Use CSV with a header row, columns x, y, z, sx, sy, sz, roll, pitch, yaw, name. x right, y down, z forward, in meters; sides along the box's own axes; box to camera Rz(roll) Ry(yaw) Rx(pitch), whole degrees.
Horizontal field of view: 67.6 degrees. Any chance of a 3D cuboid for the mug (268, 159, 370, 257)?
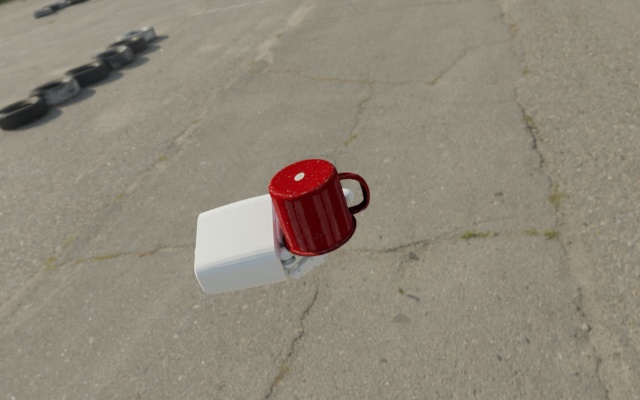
x,y,z,sx,sy,sz,roll,pitch,yaw,name
0.001,0.001,0.557,0.117,0.081,0.093,-15,32,4,mug
